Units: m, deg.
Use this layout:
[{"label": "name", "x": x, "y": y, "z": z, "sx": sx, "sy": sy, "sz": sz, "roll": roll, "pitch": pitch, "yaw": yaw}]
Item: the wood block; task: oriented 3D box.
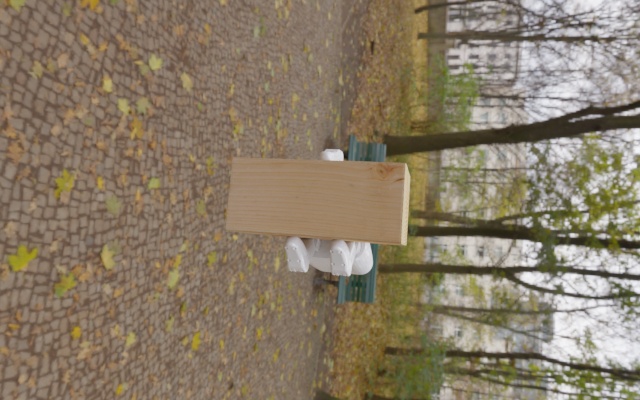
[{"label": "wood block", "x": 0.000, "y": 0.002, "z": 0.581, "sx": 0.206, "sy": 0.091, "sz": 0.090, "roll": 3, "pitch": -6, "yaw": 14}]
